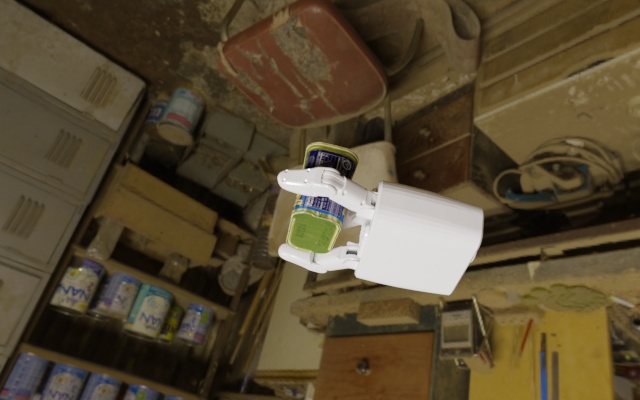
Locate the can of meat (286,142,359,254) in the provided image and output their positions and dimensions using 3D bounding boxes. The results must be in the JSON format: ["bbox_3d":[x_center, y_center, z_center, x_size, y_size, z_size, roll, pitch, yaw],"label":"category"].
[{"bbox_3d":[0.000,0.002,0.515,0.057,0.084,0.102,14,-28,-1],"label":"can of meat"}]
